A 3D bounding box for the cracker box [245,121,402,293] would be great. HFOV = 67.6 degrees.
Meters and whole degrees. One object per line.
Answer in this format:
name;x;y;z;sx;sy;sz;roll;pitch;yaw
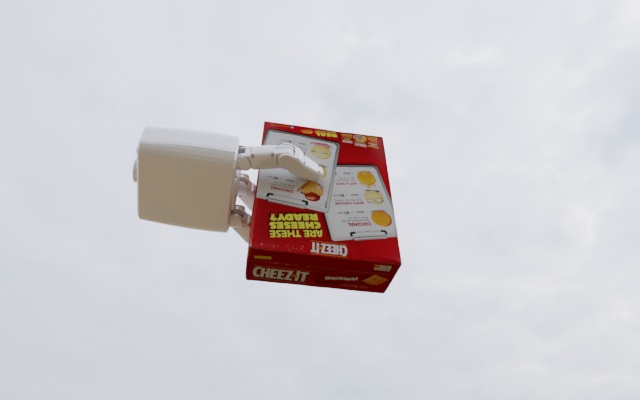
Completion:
cracker box;0.000;0.002;0.586;0.164;0.213;0.072;7;-44;-8
